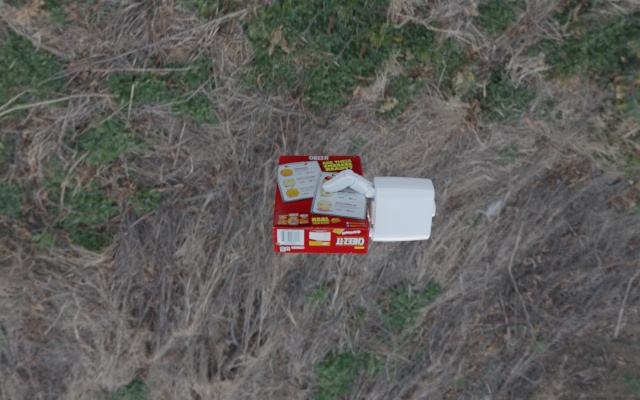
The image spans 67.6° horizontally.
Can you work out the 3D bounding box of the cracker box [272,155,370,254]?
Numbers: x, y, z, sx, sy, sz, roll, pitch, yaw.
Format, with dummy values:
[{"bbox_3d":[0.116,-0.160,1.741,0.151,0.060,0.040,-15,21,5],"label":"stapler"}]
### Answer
[{"bbox_3d":[0.000,0.003,0.884,0.164,0.072,0.213,0,39,-1],"label":"cracker box"}]
